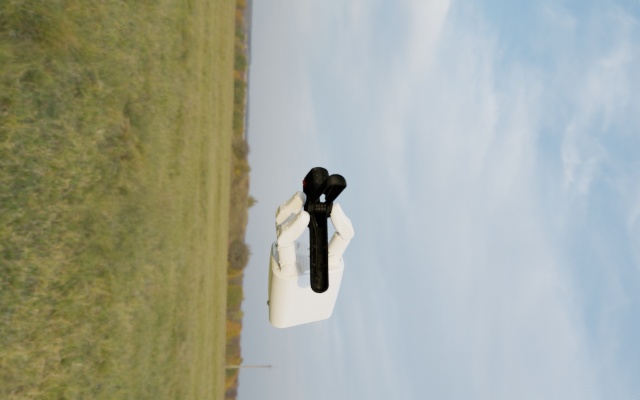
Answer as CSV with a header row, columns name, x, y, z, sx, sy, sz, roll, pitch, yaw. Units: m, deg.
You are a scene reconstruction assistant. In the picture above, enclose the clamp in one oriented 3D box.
name,x,y,z,sx,sy,sz,roll,pitch,yaw
clamp,0.001,0.002,0.670,0.036,0.165,0.209,6,30,-10
